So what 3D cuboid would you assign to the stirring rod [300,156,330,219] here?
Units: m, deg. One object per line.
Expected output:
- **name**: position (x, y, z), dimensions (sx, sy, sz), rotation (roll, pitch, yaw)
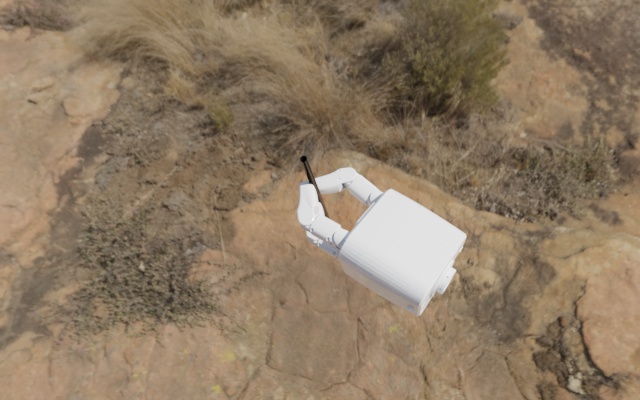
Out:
- **stirring rod**: position (0.000, 0.002, 0.628), dimensions (0.011, 0.011, 0.240), rotation (0, -23, 10)
